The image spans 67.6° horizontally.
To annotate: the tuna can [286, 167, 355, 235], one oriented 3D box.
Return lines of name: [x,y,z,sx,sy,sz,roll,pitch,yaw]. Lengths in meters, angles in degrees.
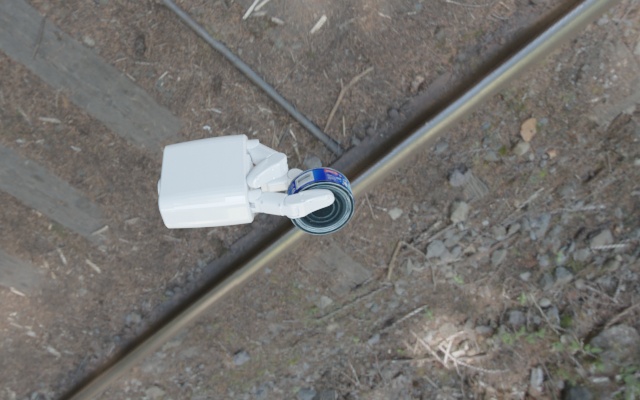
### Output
tuna can: [0.000,0.002,0.610,0.086,0.086,0.033,0,35,-9]
